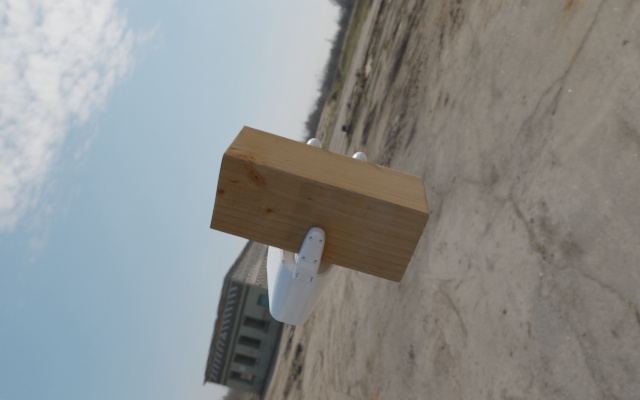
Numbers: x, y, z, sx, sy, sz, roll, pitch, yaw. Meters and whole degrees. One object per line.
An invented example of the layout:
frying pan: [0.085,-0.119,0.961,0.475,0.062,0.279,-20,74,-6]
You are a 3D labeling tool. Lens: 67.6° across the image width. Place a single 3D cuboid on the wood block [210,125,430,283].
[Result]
wood block: [0.000,0.002,0.511,0.206,0.090,0.090,16,29,-2]
